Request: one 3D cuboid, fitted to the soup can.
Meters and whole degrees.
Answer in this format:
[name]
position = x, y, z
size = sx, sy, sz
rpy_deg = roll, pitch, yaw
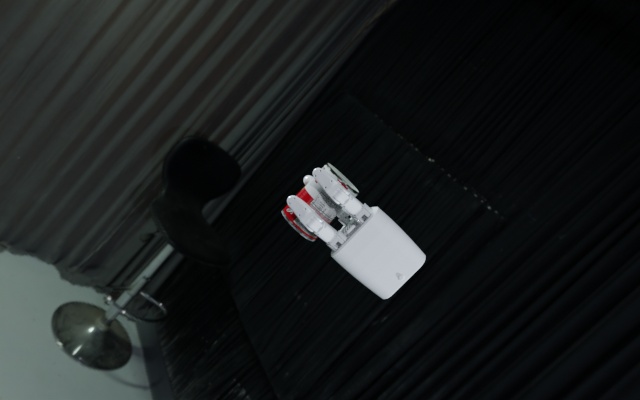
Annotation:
[soup can]
position = 0.000, 0.002, 0.722
size = 0.068, 0.102, 0.068
rpy_deg = 42, 9, -8
